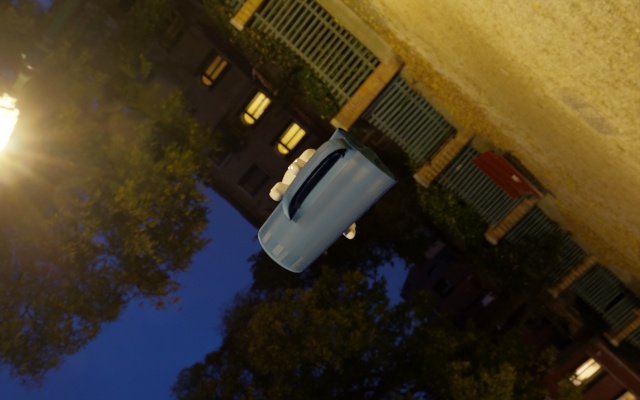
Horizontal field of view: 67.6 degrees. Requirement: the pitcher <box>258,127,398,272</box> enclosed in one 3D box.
[{"bbox_3d":[0.000,0.003,0.809,0.149,0.243,0.145,38,14,-15],"label":"pitcher"}]
